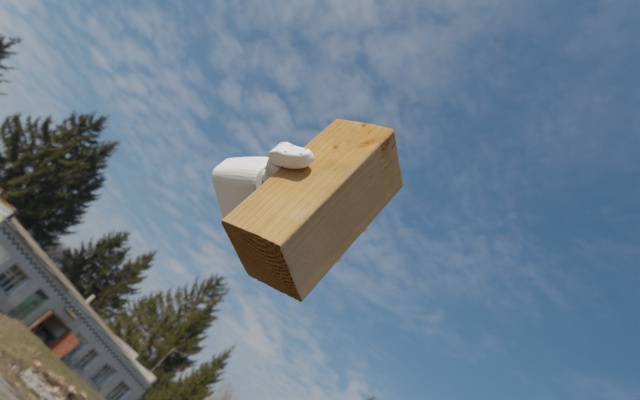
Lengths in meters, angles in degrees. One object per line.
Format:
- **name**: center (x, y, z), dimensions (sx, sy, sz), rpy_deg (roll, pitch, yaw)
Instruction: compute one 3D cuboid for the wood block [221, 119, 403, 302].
- **wood block**: center (0.000, 0.001, 0.552), dimensions (0.090, 0.091, 0.206), rpy_deg (18, 51, 37)
